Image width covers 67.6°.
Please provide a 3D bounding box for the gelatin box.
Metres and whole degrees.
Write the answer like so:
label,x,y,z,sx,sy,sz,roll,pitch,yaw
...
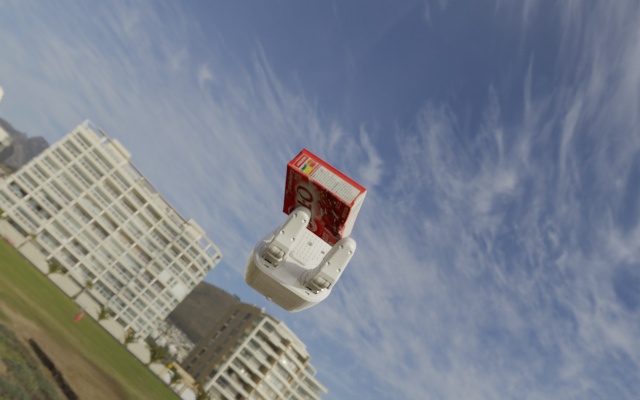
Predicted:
label,x,y,z,sx,sy,sz,roll,pitch,yaw
gelatin box,0.000,0.001,0.469,0.073,0.030,0.089,35,-30,13
